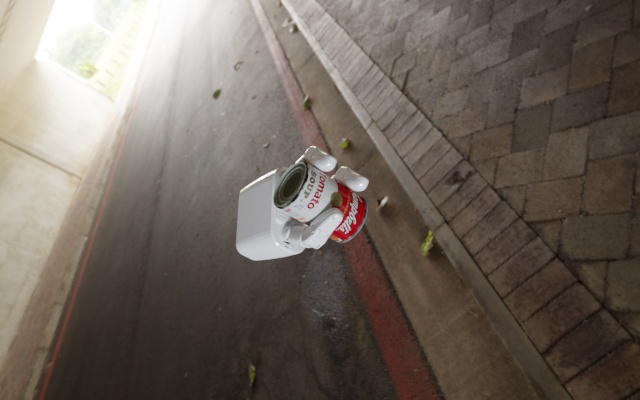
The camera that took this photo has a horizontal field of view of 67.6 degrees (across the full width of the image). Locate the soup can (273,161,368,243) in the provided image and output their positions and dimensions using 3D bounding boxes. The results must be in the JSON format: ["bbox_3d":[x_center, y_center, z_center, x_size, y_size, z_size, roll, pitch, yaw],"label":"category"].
[{"bbox_3d":[0.000,0.002,0.603,0.102,0.068,0.068,31,-16,-29],"label":"soup can"}]
